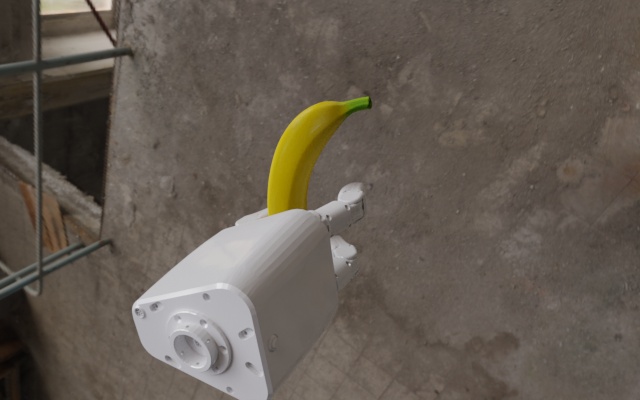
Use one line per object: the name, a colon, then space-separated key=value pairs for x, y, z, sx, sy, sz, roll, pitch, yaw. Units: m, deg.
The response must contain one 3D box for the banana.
banana: x=-0.016 y=-0.008 z=0.438 sx=0.069 sy=0.198 sz=0.037 roll=22 pitch=28 yaw=10
